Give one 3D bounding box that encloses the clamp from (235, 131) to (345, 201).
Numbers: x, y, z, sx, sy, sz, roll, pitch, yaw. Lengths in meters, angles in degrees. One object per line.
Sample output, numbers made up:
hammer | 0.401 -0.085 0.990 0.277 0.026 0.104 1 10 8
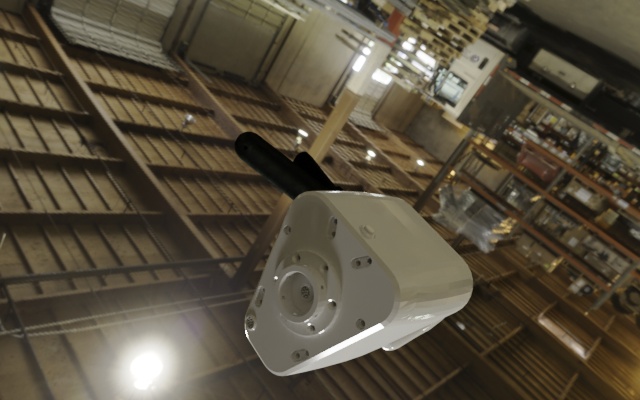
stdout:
clamp | 0.000 0.002 0.411 0.171 0.039 0.120 45 19 29
